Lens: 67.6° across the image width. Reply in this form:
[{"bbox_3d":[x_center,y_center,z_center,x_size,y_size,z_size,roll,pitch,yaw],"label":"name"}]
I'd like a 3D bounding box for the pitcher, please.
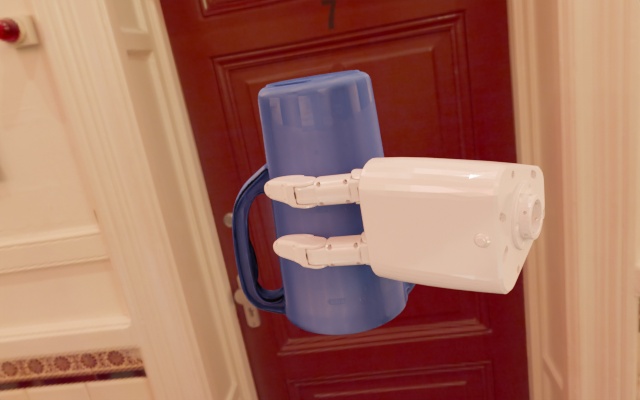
[{"bbox_3d":[0.000,0.002,0.481,0.145,0.243,0.149,6,22,41],"label":"pitcher"}]
